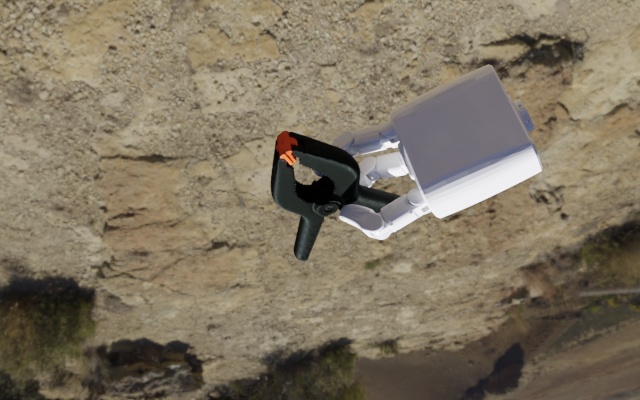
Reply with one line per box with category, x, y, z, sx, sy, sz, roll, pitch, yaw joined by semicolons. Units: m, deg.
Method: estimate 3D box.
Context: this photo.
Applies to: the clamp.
clamp;0.000;0.002;0.520;0.164;0.036;0.210;-28;-38;19
